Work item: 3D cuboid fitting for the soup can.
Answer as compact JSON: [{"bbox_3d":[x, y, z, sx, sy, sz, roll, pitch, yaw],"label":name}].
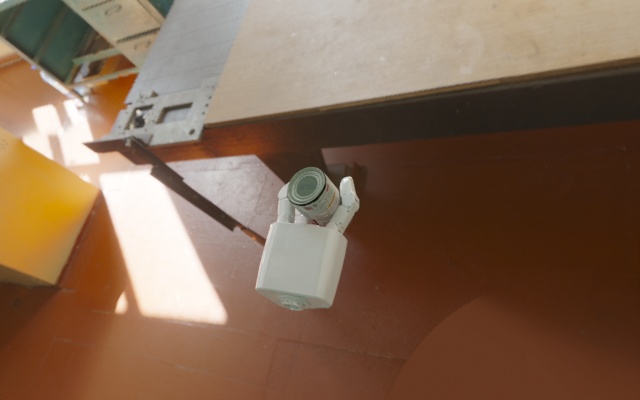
[{"bbox_3d":[0.000,0.002,0.744,0.068,0.068,0.102,0,-29,31],"label":"soup can"}]
